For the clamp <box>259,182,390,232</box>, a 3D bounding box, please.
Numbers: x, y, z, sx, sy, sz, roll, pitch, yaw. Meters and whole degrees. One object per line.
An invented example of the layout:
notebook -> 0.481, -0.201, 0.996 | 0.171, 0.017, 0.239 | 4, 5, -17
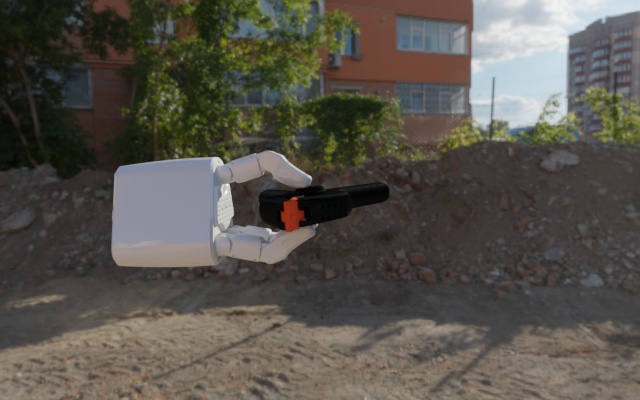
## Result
clamp -> 0.000, 0.001, 0.515 | 0.164, 0.036, 0.210 | -5, 5, 3
